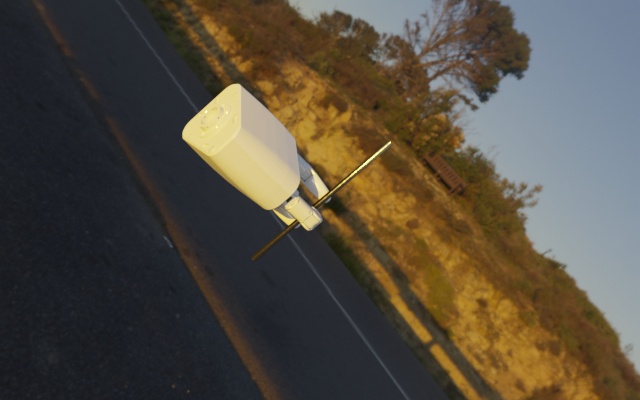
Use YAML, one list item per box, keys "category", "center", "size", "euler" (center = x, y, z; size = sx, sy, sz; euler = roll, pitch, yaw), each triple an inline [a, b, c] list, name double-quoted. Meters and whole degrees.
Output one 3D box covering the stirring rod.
- category: "stirring rod"
  center: [0.000, 0.002, 0.635]
  size: [0.239, 0.011, 0.011]
  euler: [-40, -5, 6]
